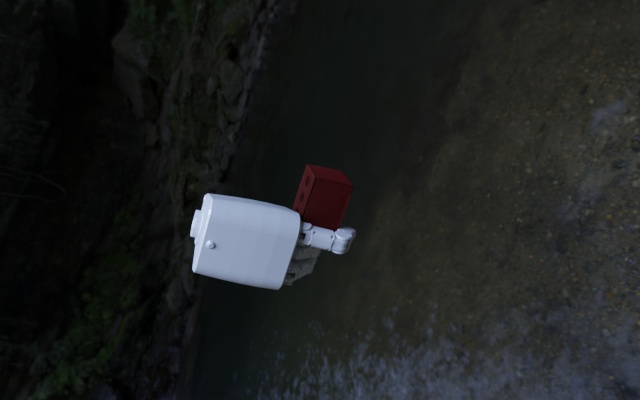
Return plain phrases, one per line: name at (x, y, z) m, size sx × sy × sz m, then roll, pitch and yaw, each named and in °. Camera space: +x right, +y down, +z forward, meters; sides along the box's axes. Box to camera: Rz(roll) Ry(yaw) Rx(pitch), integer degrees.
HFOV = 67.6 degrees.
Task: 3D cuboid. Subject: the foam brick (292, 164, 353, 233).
foam brick at (0.000, 0.002, 0.592) m, size 0.051 × 0.078 × 0.053 m, roll 13°, pitch 18°, yaw -17°
